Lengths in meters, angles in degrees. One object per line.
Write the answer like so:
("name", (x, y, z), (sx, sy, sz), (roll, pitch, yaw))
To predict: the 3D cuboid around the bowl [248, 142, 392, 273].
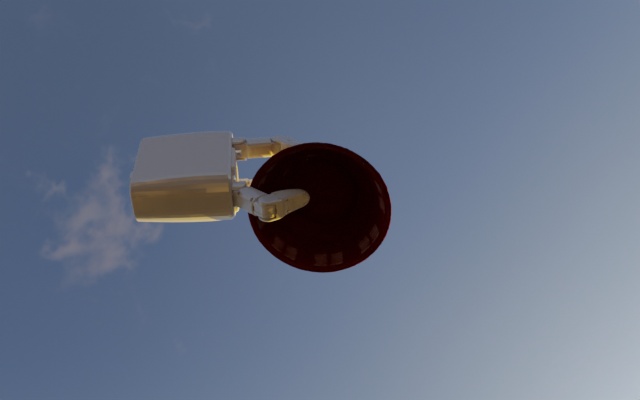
("bowl", (0.001, 0.002, 0.553), (0.162, 0.162, 0.055), (0, 26, 6))
